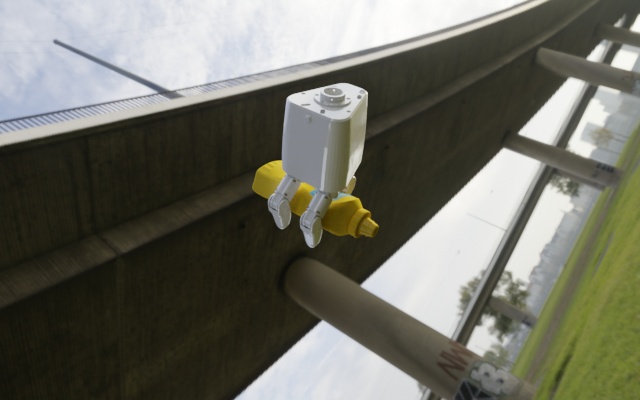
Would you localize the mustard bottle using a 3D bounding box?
[{"bbox_3d":[0.000,0.002,0.697,0.191,0.058,0.096,27,18,26],"label":"mustard bottle"}]
